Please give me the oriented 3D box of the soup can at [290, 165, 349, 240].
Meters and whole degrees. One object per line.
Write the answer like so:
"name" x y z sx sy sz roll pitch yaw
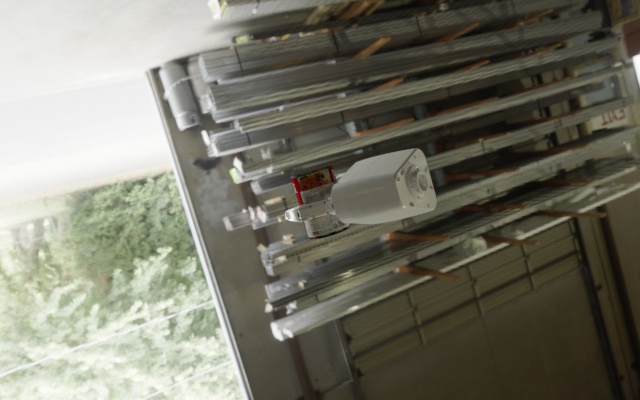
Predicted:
"soup can" 0.000 0.003 0.742 0.068 0.102 0.068 -17 4 1
